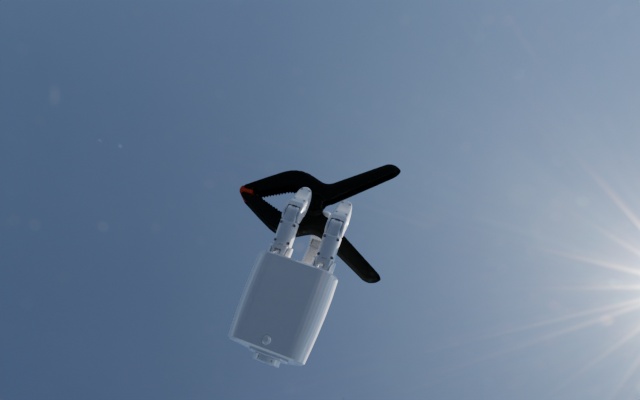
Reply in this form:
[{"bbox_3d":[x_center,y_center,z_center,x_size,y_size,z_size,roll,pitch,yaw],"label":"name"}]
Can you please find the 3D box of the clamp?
[{"bbox_3d":[0.000,0.002,0.631,0.210,0.164,0.036,18,-23,10],"label":"clamp"}]
